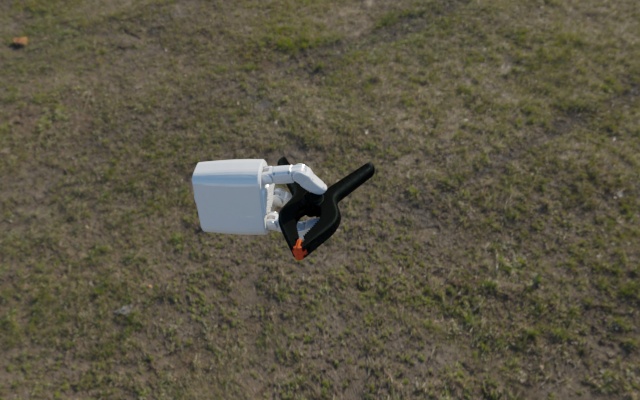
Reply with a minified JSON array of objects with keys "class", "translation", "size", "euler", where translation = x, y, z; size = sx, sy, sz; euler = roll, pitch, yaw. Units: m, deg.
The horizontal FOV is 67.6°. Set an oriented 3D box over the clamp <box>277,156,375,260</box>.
[{"class":"clamp","translation":[0.000,0.002,0.737],"size":[0.164,0.036,0.209],"euler":[-1,44,8]}]
